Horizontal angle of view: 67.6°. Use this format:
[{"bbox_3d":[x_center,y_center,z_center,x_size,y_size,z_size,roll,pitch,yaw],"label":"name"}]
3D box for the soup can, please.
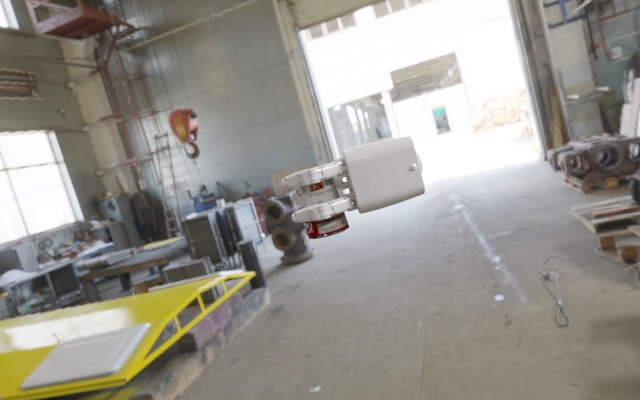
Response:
[{"bbox_3d":[0.000,0.002,0.751,0.068,0.102,0.068,-15,6,2],"label":"soup can"}]
